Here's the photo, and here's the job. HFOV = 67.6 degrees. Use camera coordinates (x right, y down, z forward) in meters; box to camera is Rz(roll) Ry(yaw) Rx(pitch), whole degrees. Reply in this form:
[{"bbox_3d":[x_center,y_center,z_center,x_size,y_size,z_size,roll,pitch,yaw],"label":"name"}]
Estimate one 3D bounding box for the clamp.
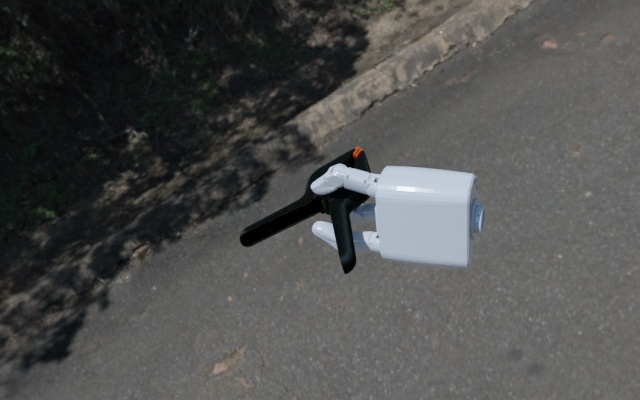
[{"bbox_3d":[0.000,0.001,0.630,0.164,0.036,0.210,6,45,26],"label":"clamp"}]
